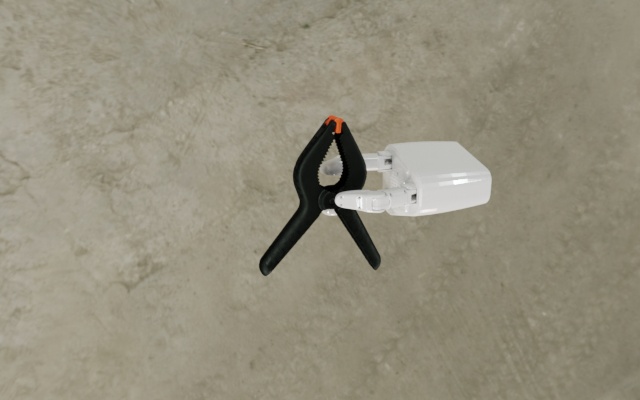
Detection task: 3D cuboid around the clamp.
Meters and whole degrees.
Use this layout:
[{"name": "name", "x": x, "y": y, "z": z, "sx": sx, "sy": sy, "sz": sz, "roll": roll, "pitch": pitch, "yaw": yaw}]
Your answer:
[{"name": "clamp", "x": 0.001, "y": 0.002, "z": 0.595, "sx": 0.164, "sy": 0.210, "sz": 0.036, "roll": -7, "pitch": 19, "yaw": -18}]
